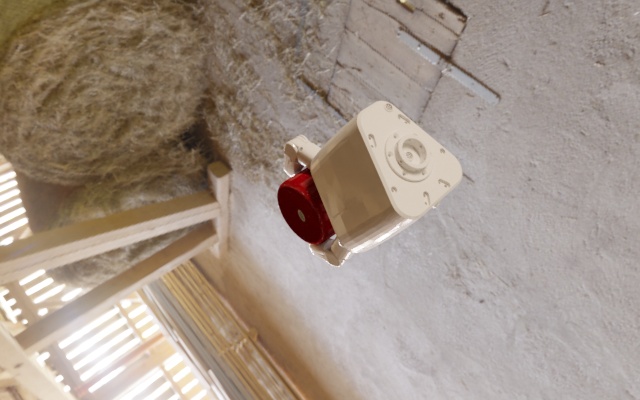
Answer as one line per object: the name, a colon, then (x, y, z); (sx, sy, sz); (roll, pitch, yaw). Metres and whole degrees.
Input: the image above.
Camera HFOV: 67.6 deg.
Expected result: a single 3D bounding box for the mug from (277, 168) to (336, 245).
mug: (-0.001, 0.002, 0.563); (0.081, 0.093, 0.117); (-34, -6, -31)
